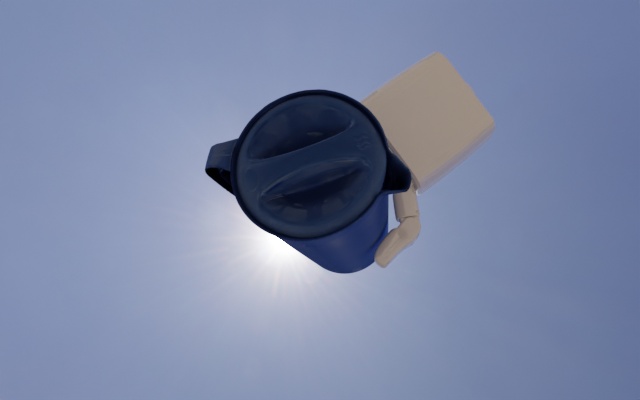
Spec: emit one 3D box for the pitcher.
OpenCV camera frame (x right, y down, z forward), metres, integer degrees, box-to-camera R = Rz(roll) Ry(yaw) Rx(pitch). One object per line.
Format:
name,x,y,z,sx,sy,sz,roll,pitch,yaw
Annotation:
pitcher,0.000,0.002,0.496,0.145,0.149,0.243,-36,-21,-3
